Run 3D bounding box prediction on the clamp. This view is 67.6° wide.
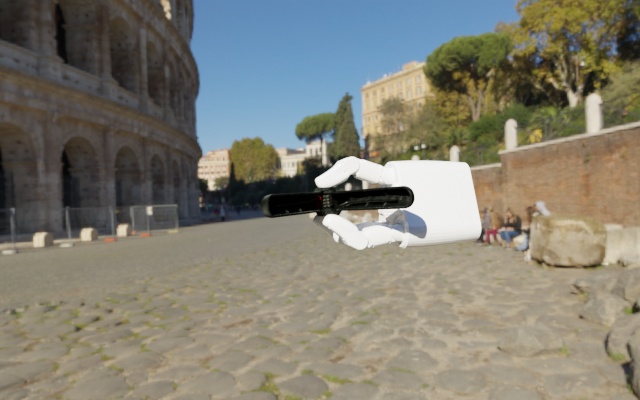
[{"bbox_3d":[0.000,0.001,0.590,0.164,0.036,0.210,-3,0,-14],"label":"clamp"}]
